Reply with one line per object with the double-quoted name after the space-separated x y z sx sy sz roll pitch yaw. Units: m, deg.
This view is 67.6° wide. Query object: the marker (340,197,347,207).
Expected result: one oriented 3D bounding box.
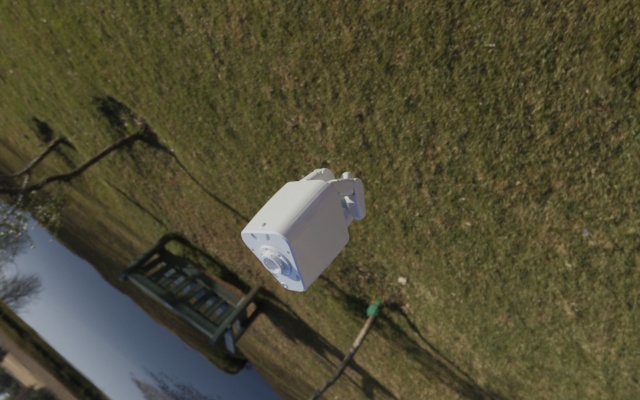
0.000 0.002 0.727 0.020 0.020 0.121 0 -2 -44 "marker"
